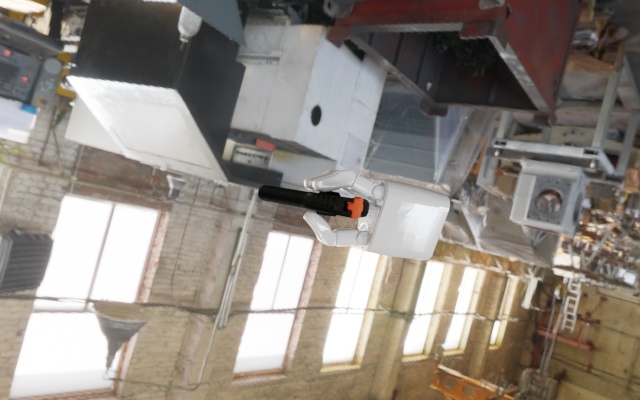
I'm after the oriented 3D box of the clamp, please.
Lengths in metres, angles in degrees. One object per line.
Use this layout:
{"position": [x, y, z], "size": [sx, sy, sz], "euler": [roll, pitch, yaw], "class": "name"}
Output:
{"position": [0.000, 0.003, 0.695], "size": [0.164, 0.036, 0.210], "euler": [8, 1, -15], "class": "clamp"}
